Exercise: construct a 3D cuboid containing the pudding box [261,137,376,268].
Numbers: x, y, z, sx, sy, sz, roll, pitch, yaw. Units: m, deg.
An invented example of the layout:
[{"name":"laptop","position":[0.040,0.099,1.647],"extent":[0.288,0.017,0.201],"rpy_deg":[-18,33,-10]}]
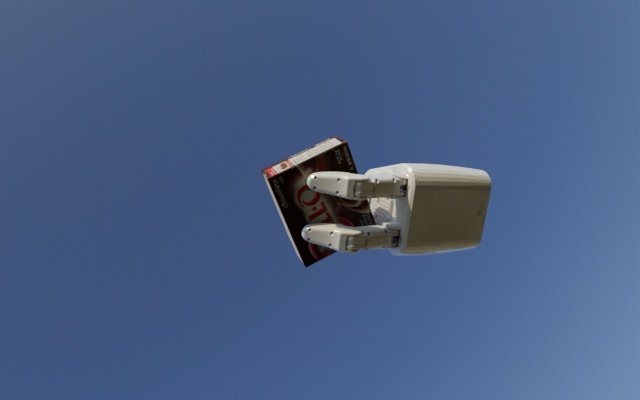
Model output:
[{"name":"pudding box","position":[0.000,0.002,0.504],"extent":[0.090,0.113,0.039],"rpy_deg":[-27,23,-11]}]
